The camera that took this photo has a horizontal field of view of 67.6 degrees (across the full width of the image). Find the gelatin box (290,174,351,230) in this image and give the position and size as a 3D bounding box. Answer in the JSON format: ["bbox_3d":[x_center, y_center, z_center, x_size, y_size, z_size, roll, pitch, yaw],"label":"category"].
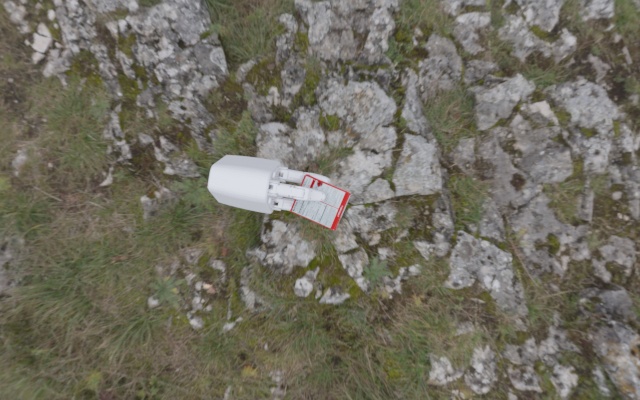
[{"bbox_3d":[0.000,0.003,0.852,0.089,0.073,0.030,23,3,8],"label":"gelatin box"}]
